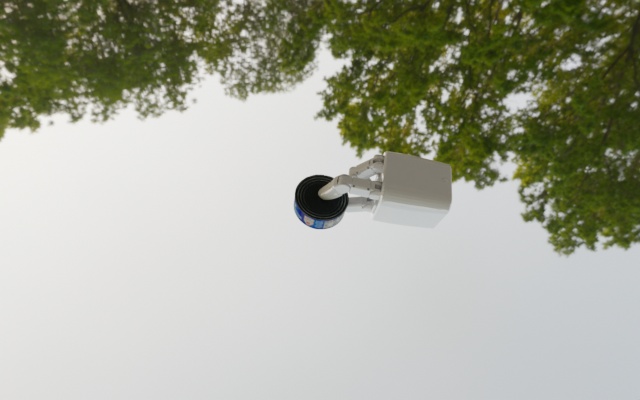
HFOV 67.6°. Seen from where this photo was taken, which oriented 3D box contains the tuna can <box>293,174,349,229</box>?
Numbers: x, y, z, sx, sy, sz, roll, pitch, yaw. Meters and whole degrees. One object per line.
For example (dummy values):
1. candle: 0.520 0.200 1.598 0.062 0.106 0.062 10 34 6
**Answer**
1. tuna can: 0.000 0.003 0.758 0.086 0.086 0.034 0 -33 -9
